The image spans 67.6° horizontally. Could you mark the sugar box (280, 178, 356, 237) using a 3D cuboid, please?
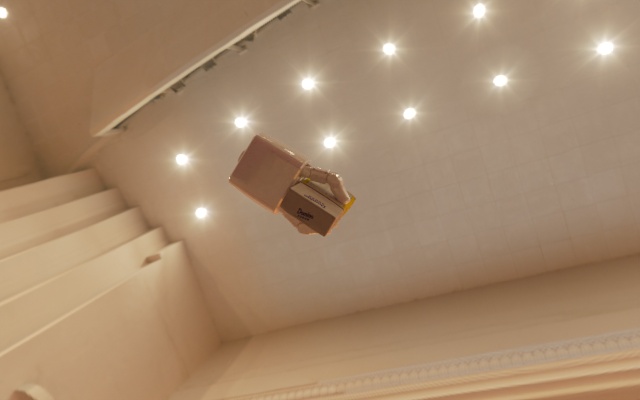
[{"bbox_3d":[0.000,0.003,0.854,0.093,0.048,0.176,33,20,7],"label":"sugar box"}]
